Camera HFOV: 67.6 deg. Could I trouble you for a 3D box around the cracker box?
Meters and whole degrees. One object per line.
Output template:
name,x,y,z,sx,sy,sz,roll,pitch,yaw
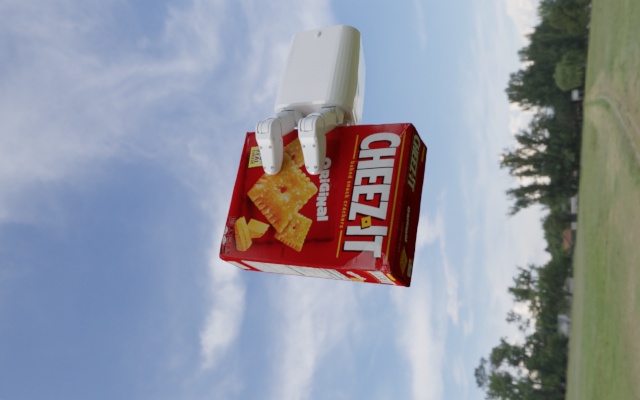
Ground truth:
cracker box,0.000,0.002,0.541,0.213,0.164,0.072,1,-19,28
